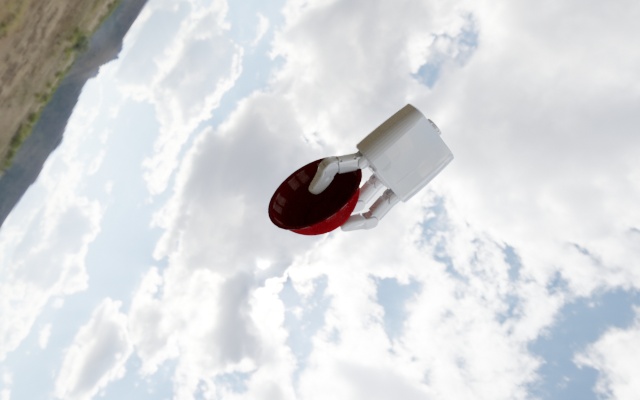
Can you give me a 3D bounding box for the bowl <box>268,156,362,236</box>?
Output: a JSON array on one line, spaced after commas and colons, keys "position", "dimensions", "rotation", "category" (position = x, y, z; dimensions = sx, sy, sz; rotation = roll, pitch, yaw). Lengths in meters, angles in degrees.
[{"position": [-0.001, 0.003, 0.749], "dimensions": [0.162, 0.055, 0.162], "rotation": [-20, 36, 16], "category": "bowl"}]
